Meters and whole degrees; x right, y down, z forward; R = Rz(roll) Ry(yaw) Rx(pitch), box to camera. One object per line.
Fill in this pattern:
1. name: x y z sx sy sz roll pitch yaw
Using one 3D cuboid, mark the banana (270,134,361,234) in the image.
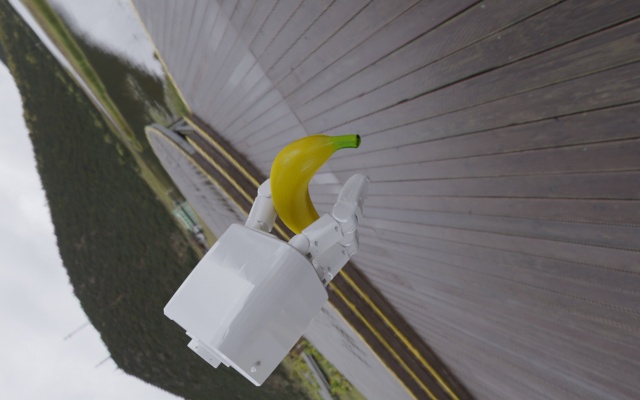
1. banana: -0.017 -0.007 0.465 0.069 0.037 0.198 22 -28 2
